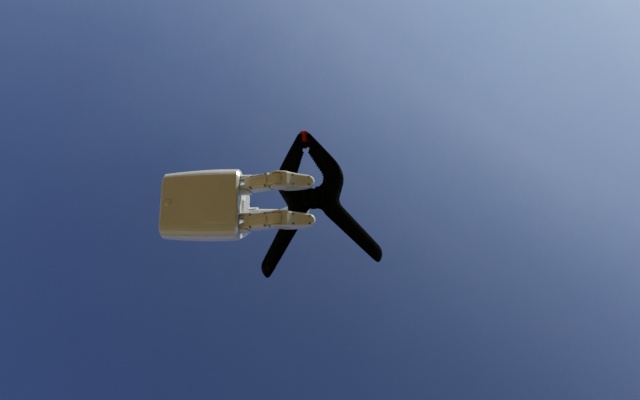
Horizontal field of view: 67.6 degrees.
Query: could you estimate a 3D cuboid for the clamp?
[{"bbox_3d":[0.000,0.002,0.674,0.164,0.210,0.036,-1,-17,-3],"label":"clamp"}]
